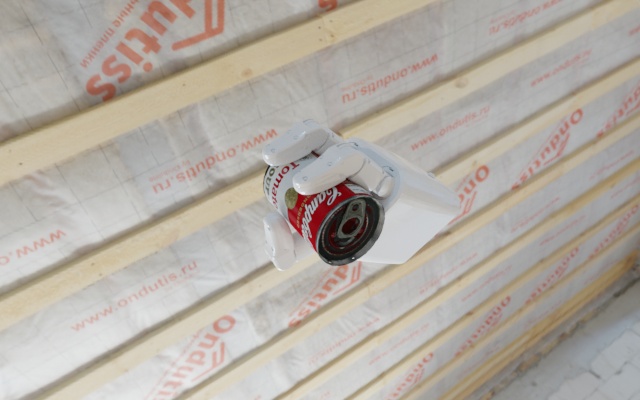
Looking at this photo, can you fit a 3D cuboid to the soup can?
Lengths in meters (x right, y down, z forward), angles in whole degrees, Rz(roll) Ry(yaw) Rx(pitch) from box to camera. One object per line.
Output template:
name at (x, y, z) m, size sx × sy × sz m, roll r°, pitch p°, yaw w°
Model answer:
soup can at (-0.001, 0.001, 0.426) m, size 0.068 × 0.068 × 0.102 m, roll 0°, pitch 29°, yaw -37°
